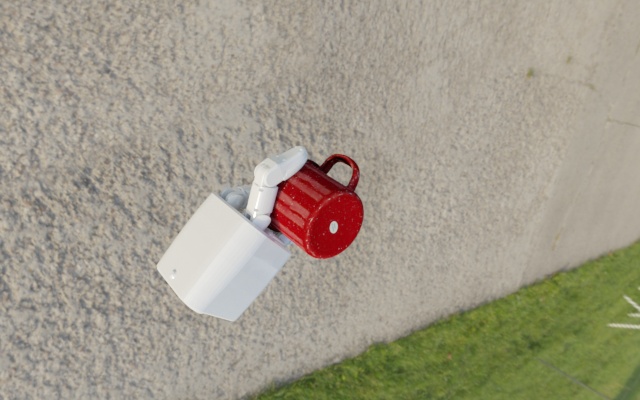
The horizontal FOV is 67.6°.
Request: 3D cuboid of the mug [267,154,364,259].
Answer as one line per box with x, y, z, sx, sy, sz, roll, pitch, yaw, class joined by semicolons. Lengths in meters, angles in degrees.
0.001;0.001;0.522;0.081;0.117;0.093;34;-5;43;mug
